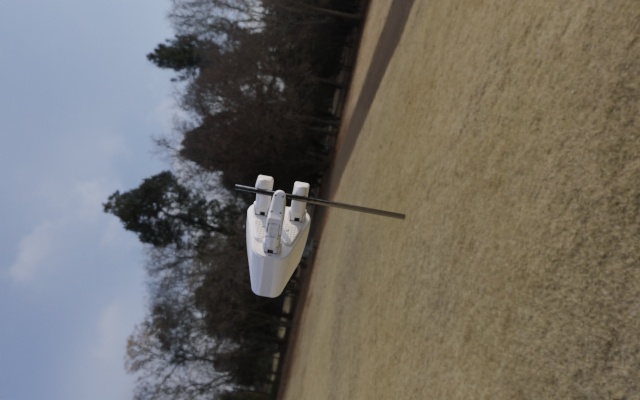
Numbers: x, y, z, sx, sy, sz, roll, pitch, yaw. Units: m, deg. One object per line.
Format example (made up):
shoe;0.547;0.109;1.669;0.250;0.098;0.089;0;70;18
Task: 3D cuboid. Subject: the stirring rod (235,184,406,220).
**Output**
stirring rod;0.000;0.002;0.667;0.239;0.011;0.011;10;0;-2
